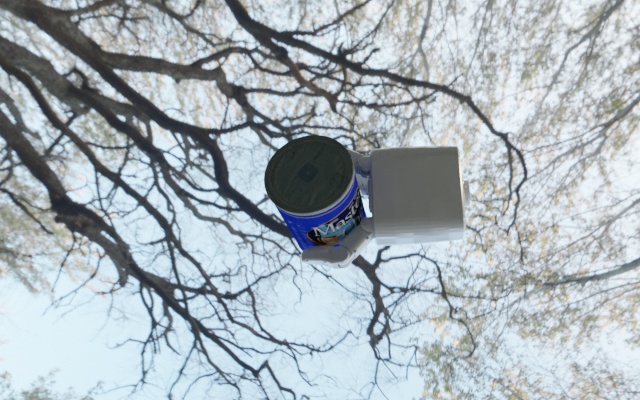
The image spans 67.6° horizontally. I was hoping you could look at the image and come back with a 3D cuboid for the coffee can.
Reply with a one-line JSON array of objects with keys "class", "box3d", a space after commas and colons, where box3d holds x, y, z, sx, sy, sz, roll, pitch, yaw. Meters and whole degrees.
[{"class": "coffee can", "box3d": [0.000, 0.002, 0.587, 0.103, 0.102, 0.140, 0, -29, 13]}]
